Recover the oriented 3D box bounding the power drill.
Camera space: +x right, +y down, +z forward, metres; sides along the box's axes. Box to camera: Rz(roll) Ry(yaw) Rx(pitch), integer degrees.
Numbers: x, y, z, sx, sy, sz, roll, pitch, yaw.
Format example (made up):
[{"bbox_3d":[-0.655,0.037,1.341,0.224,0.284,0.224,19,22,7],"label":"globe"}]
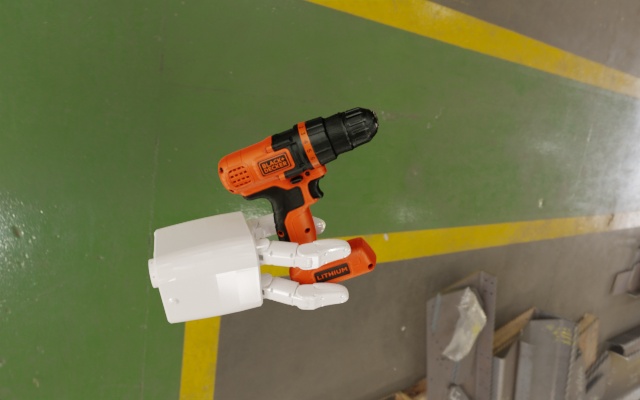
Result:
[{"bbox_3d":[0.000,0.002,0.549,0.184,0.188,0.057,-19,19,10],"label":"power drill"}]
